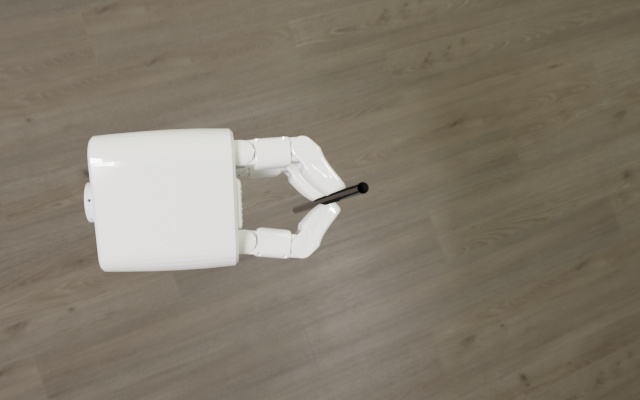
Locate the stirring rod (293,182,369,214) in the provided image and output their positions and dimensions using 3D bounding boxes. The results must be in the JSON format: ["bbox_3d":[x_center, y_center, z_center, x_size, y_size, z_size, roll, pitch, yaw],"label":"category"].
[{"bbox_3d":[0.000,0.001,0.434,0.011,0.011,0.239,0,-5,-14],"label":"stirring rod"}]
